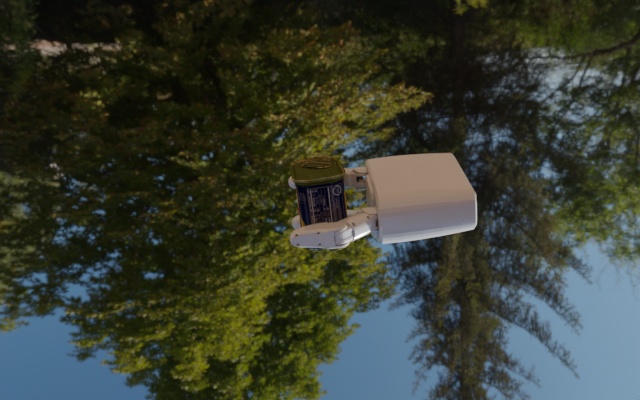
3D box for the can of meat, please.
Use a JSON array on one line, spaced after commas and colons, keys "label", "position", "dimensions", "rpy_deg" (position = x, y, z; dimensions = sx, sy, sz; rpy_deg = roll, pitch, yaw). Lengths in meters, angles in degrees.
[{"label": "can of meat", "position": [0.000, 0.002, 0.543], "dimensions": [0.057, 0.084, 0.102], "rpy_deg": [-8, 18, -3]}]
